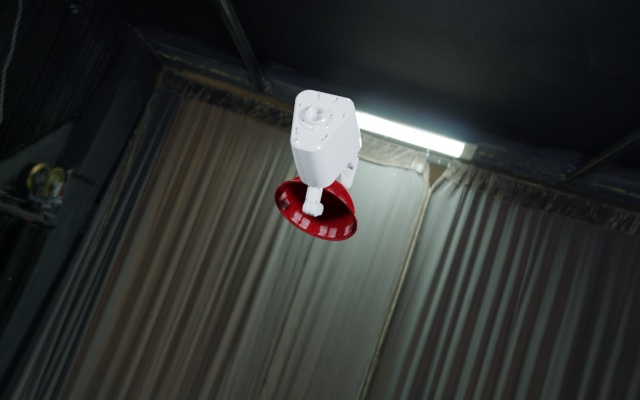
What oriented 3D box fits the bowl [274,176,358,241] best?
[{"bbox_3d":[0.000,0.003,0.866,0.162,0.055,0.162,19,-35,14],"label":"bowl"}]
